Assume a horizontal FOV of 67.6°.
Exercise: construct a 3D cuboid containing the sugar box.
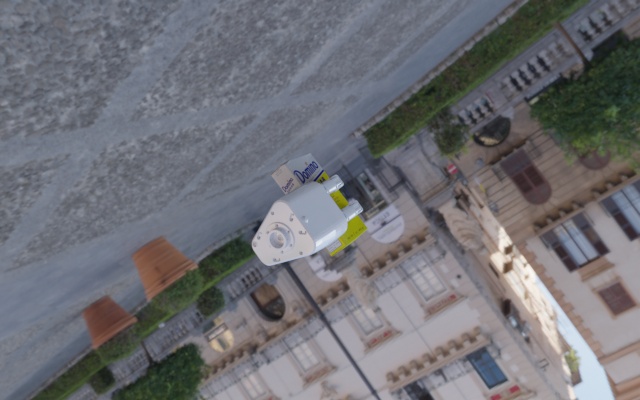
[{"bbox_3d":[0.000,0.003,0.836,0.048,0.176,0.093,-37,-4,33],"label":"sugar box"}]
